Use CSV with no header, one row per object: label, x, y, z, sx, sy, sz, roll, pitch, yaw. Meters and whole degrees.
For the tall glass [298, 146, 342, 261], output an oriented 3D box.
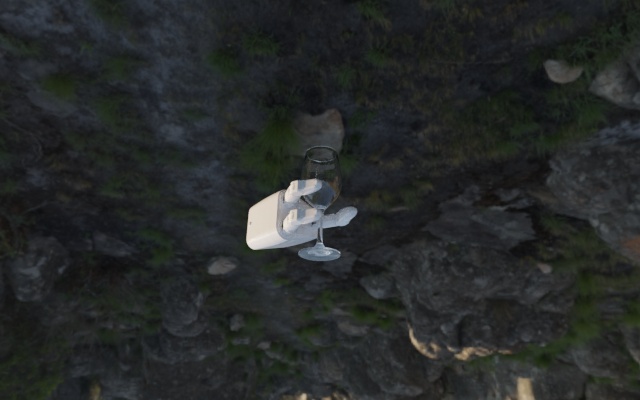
tall glass,0.000,0.003,0.867,0.079,0.201,0.079,1,-23,1
